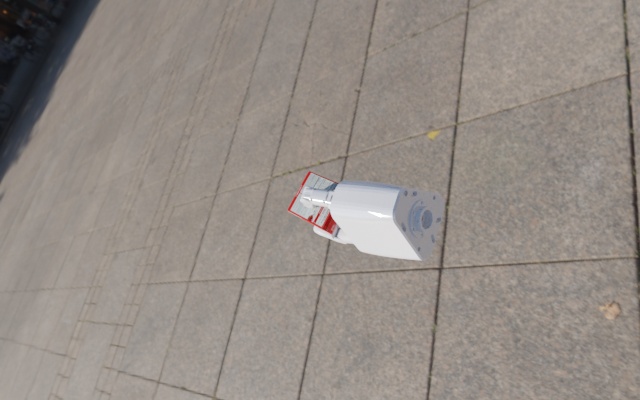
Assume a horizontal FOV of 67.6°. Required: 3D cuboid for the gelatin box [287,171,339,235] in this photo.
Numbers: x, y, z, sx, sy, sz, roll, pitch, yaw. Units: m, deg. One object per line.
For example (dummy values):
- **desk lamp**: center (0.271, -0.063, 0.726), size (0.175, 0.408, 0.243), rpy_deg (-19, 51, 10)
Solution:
- **gelatin box**: center (0.000, 0.002, 0.736), size (0.089, 0.073, 0.030), rpy_deg (25, -4, 44)
